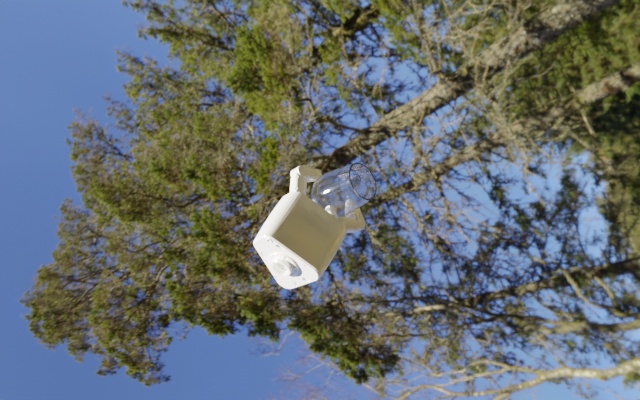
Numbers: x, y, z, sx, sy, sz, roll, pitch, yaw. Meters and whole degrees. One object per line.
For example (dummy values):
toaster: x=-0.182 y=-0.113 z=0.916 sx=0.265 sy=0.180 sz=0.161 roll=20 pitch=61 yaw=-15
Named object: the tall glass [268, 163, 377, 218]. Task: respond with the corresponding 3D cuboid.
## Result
tall glass: x=0.000 y=0.003 z=0.806 sx=0.079 sy=0.079 sz=0.201 roll=0 pitch=-20 yaw=-45
